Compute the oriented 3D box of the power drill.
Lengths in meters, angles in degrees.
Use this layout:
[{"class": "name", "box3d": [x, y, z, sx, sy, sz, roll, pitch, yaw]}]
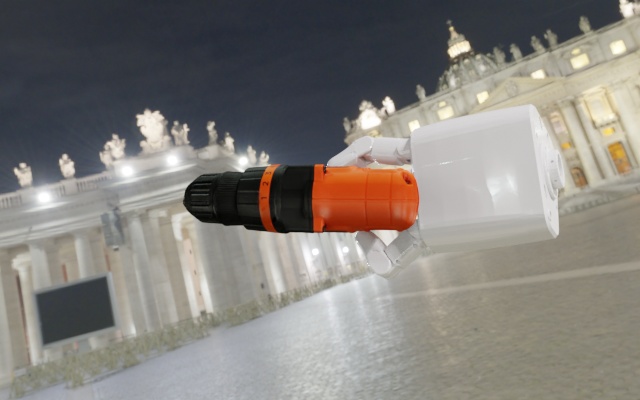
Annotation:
[{"class": "power drill", "box3d": [0.000, 0.001, 0.425, 0.184, 0.057, 0.187, 2, 1, 17]}]
